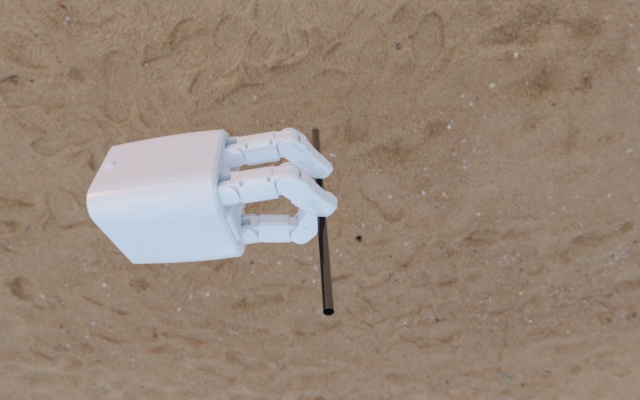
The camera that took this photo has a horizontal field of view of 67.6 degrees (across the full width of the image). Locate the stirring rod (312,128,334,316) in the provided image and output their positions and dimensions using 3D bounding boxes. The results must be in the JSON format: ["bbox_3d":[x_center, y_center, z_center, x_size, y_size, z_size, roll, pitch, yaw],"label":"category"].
[{"bbox_3d":[0.000,0.001,0.424,0.011,0.011,0.239,0,39,-3],"label":"stirring rod"}]
